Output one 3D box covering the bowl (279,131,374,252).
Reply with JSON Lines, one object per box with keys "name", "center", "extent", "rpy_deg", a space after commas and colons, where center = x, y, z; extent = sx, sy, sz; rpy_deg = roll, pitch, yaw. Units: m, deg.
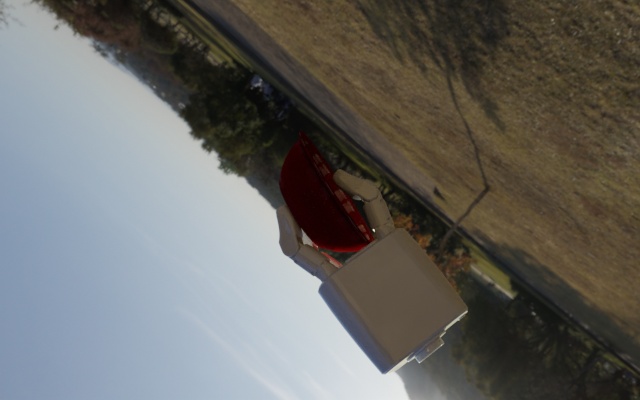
{"name": "bowl", "center": [-0.001, 0.001, 0.550], "extent": [0.055, 0.162, 0.162], "rpy_deg": [-32, -5, 7]}
